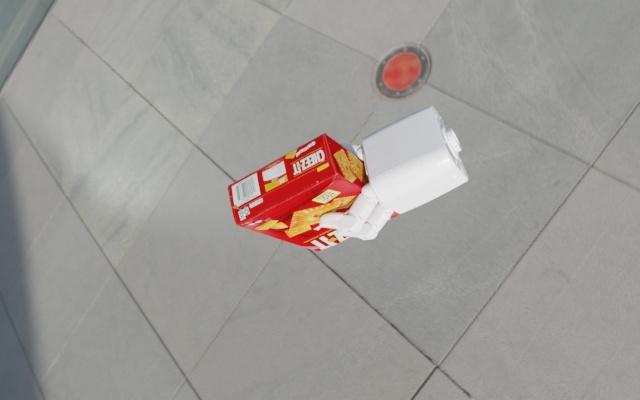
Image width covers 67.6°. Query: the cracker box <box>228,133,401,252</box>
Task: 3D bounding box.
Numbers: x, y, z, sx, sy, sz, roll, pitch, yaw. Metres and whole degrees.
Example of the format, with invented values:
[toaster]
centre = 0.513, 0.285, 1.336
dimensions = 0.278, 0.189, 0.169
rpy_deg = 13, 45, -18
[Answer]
[cracker box]
centre = 0.000, 0.002, 0.693
dimensions = 0.164, 0.072, 0.214
rpy_deg = -26, -27, 23
